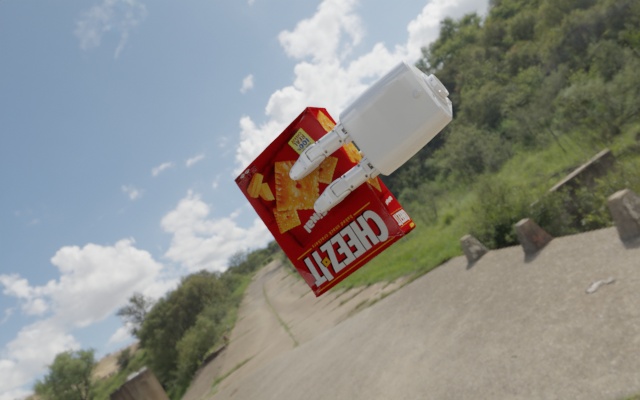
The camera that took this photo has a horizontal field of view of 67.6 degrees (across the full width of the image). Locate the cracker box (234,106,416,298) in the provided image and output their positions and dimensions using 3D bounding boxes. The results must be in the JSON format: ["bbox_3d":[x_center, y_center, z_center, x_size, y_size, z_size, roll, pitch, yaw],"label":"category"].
[{"bbox_3d":[0.000,0.002,0.672,0.164,0.213,0.072,-40,-9,24],"label":"cracker box"}]
